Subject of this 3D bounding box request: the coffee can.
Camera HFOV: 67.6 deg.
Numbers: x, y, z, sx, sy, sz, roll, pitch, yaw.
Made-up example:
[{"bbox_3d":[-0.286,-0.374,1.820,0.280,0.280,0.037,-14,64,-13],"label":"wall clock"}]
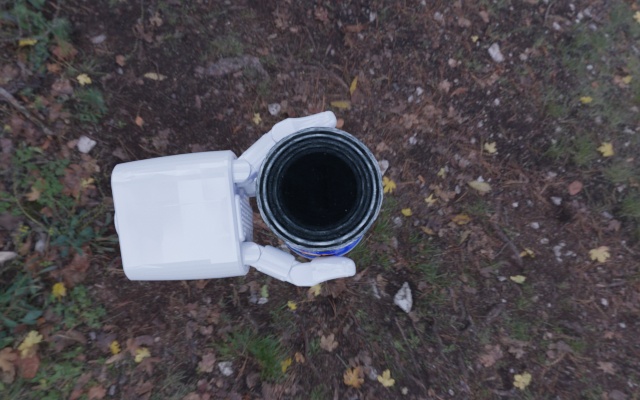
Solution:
[{"bbox_3d":[0.000,0.002,0.448,0.103,0.103,0.140,0,-10,1],"label":"coffee can"}]
